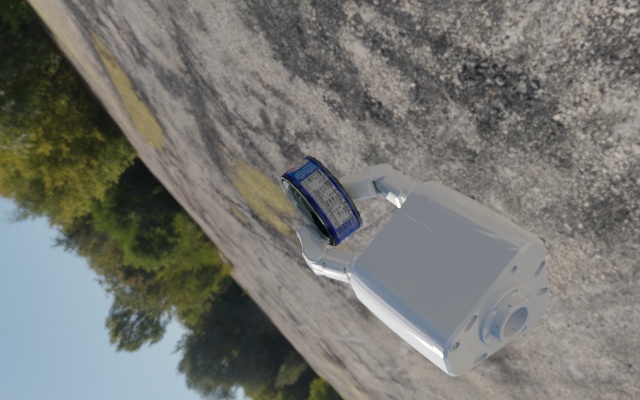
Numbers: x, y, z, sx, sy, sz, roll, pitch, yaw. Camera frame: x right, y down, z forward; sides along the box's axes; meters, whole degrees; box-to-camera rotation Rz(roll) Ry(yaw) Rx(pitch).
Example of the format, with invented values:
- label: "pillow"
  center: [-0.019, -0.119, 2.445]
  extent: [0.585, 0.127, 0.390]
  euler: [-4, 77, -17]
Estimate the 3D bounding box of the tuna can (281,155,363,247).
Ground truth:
- label: "tuna can"
  center: [0.000, 0.002, 0.452]
  extent: [0.034, 0.086, 0.086]
  euler: [-37, 8, -10]
